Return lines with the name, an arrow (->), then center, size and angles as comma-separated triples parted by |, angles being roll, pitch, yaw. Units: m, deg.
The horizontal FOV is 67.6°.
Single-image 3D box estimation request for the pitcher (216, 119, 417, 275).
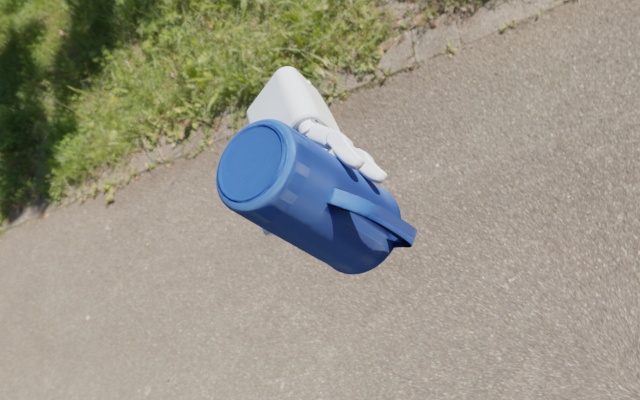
pitcher -> 0.000, 0.002, 0.582 | 0.149, 0.145, 0.243 | -33, -35, 19
